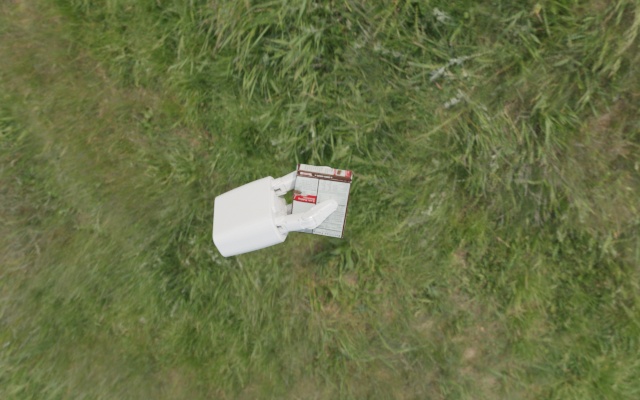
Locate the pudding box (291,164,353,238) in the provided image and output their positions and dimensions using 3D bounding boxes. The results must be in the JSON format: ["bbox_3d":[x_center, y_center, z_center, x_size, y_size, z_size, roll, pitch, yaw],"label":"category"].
[{"bbox_3d":[0.000,0.003,0.767,0.090,0.114,0.039,8,34,0],"label":"pudding box"}]
